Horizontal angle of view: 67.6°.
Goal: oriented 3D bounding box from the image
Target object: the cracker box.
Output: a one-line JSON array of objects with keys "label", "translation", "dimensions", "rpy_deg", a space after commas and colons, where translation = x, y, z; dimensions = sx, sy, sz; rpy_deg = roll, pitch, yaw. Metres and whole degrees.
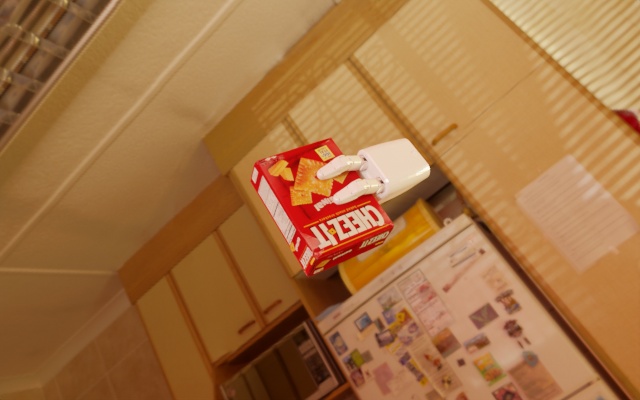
[{"label": "cracker box", "translation": [0.000, 0.003, 0.834], "dimensions": [0.164, 0.213, 0.072], "rpy_deg": [-20, -27, -28]}]
